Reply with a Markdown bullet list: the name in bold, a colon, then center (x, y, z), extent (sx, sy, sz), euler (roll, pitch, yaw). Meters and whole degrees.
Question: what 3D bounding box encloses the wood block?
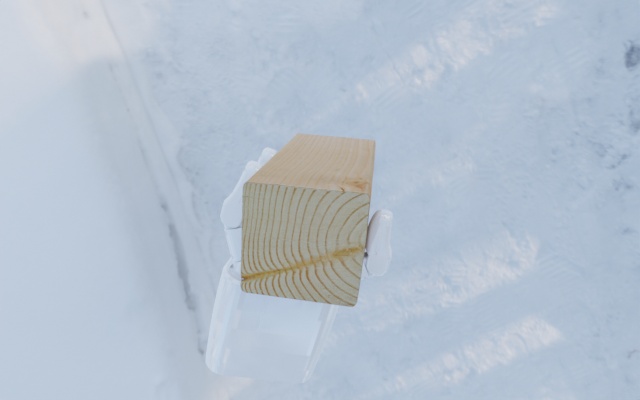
- **wood block**: center (0.000, 0.002, 0.437), extent (0.091, 0.090, 0.206), euler (7, 18, 5)
